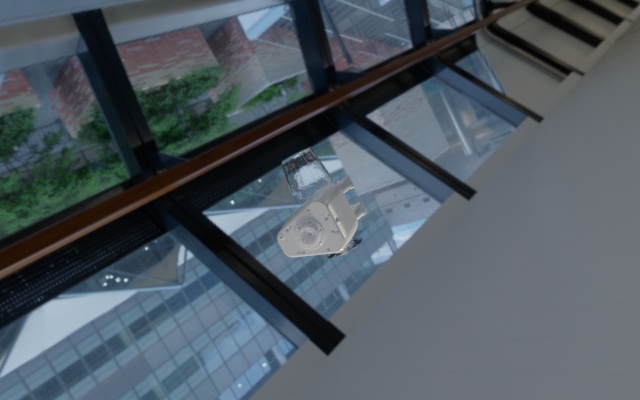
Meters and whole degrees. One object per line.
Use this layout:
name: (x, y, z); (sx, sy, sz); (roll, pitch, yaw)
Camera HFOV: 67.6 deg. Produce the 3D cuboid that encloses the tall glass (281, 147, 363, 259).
tall glass: (0.000, 0.003, 0.885); (0.079, 0.201, 0.079); (-27, 8, 4)
